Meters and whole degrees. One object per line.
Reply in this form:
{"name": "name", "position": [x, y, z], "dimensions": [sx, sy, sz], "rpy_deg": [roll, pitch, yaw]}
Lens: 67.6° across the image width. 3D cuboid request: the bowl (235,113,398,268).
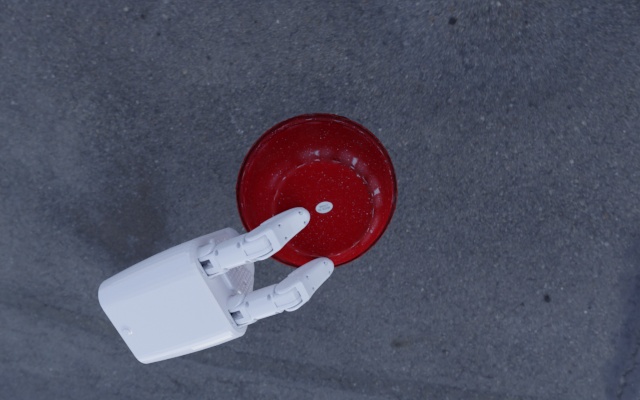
{"name": "bowl", "position": [0.001, 0.001, 0.450], "dimensions": [0.162, 0.162, 0.055], "rpy_deg": [0, 16, -6]}
